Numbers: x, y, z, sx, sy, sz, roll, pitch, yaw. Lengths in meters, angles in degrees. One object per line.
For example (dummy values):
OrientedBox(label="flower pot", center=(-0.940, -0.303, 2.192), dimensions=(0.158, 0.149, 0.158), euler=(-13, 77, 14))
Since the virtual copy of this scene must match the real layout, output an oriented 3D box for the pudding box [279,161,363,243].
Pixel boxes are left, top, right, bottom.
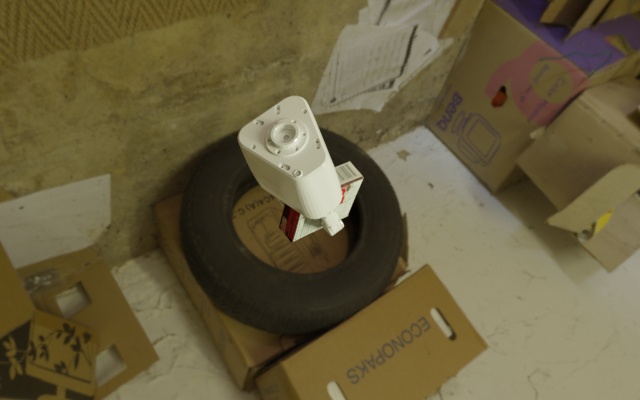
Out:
OrientedBox(label="pudding box", center=(0.000, 0.002, 0.679), dimensions=(0.113, 0.039, 0.090), euler=(-22, -31, -32))
